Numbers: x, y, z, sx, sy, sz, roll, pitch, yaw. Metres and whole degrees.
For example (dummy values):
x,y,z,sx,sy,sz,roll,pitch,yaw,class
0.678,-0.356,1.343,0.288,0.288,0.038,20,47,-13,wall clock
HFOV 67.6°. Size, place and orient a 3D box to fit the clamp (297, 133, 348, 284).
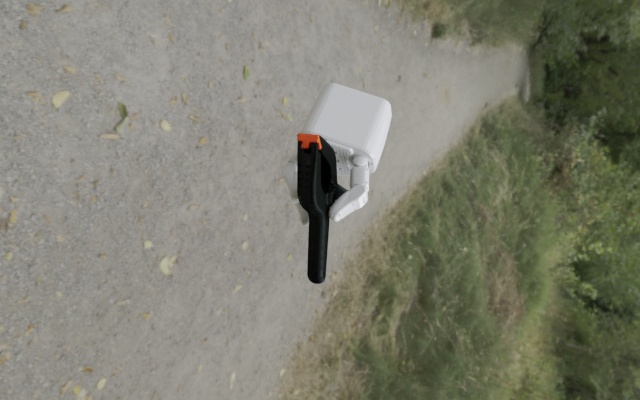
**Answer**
x,y,z,sx,sy,sz,roll,pitch,yaw,class
0.001,0.002,0.631,0.036,0.164,0.210,7,-33,18,clamp
